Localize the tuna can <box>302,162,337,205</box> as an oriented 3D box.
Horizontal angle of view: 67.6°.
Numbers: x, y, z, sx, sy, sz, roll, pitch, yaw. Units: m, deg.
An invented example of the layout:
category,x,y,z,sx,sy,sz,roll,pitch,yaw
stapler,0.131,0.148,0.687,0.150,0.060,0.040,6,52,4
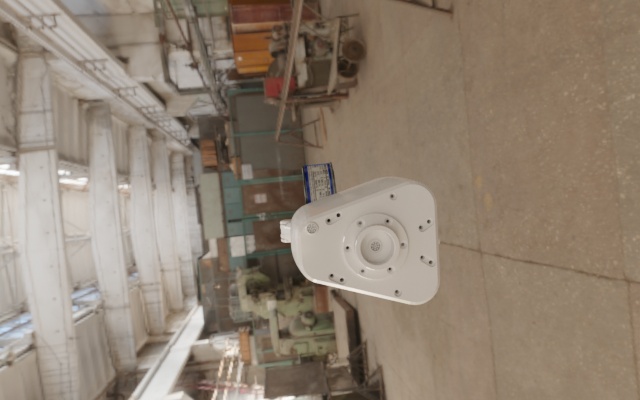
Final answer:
category,x,y,z,sx,sy,sz,roll,pitch,yaw
tuna can,0.000,0.002,0.529,0.034,0.086,0.086,-6,0,-1
